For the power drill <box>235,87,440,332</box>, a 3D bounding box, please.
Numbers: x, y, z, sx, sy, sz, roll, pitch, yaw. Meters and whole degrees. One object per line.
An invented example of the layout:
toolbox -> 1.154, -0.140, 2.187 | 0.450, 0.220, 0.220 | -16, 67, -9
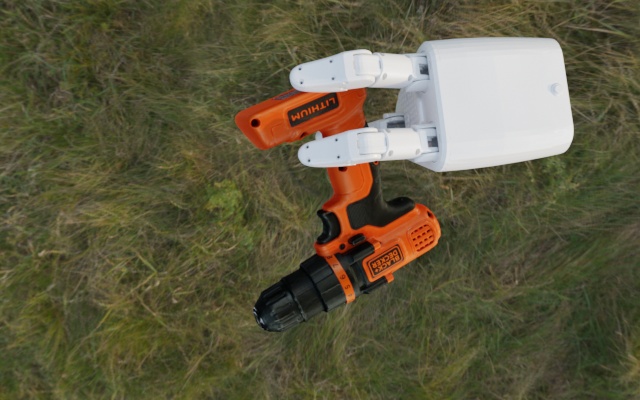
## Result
power drill -> 0.000, 0.001, 0.403 | 0.184, 0.188, 0.057 | -28, 22, -16
